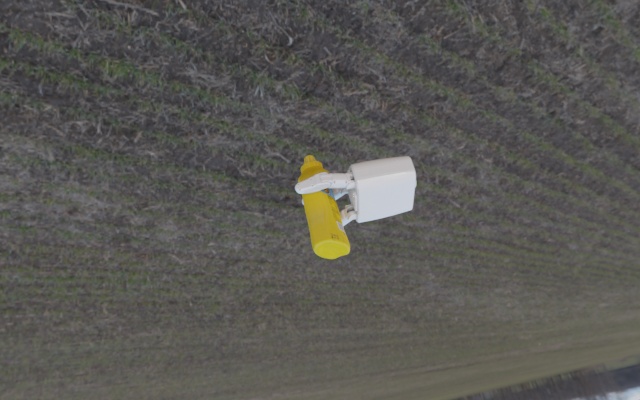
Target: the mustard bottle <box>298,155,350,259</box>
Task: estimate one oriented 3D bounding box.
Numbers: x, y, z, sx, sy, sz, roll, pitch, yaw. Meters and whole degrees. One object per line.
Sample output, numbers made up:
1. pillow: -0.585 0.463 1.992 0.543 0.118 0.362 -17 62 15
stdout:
1. mustard bottle: 0.000 0.003 0.850 0.058 0.191 0.096 -22 -27 16
